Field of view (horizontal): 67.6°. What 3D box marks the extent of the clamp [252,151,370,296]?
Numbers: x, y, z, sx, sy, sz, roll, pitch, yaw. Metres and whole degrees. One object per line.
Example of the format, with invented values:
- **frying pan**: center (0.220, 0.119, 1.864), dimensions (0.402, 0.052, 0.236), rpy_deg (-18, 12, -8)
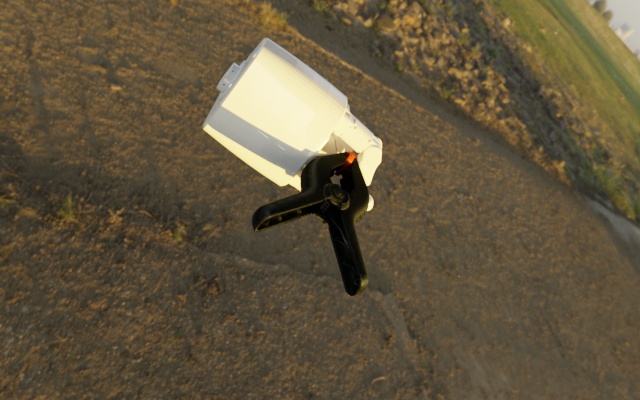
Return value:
- **clamp**: center (0.001, 0.001, 0.470), dimensions (0.120, 0.171, 0.039), rpy_deg (35, -53, -21)
